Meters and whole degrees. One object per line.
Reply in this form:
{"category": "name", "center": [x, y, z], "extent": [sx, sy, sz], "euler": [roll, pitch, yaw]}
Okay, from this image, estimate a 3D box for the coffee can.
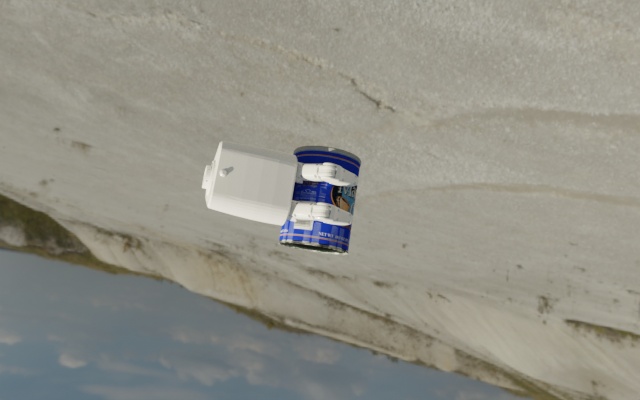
{"category": "coffee can", "center": [0.000, 0.002, 0.703], "extent": [0.103, 0.140, 0.103], "euler": [8, -11, 2]}
